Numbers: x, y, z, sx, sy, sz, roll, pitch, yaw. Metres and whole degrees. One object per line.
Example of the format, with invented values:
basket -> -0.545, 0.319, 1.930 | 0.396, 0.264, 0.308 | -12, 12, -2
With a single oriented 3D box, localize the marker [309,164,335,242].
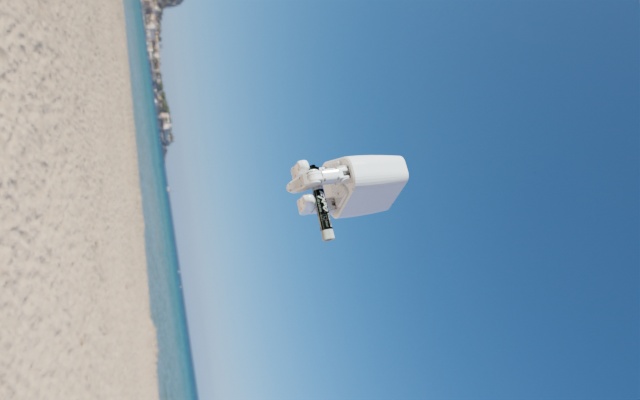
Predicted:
marker -> 0.000, 0.002, 0.732 | 0.020, 0.121, 0.020 | -12, -14, -3
